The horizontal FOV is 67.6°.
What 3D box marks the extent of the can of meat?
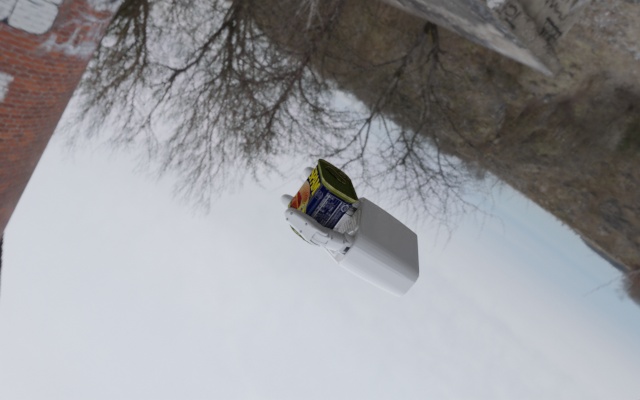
[{"bbox_3d":[0.000,0.002,0.652,0.057,0.084,0.102,31,18,-18],"label":"can of meat"}]
